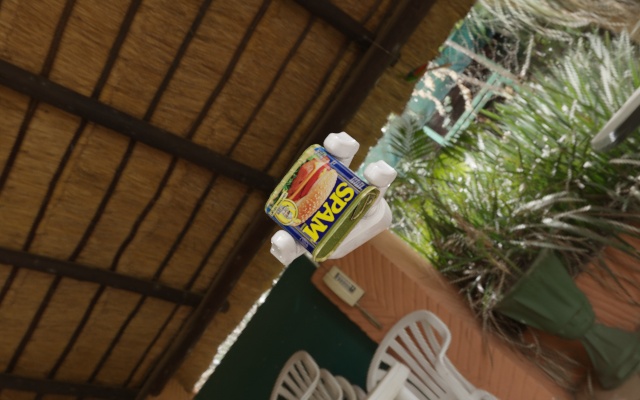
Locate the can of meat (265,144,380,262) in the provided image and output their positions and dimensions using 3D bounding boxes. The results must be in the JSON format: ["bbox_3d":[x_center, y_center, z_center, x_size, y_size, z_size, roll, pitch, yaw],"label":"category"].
[{"bbox_3d":[0.000,0.002,0.525,0.084,0.102,0.057,41,7,18],"label":"can of meat"}]
